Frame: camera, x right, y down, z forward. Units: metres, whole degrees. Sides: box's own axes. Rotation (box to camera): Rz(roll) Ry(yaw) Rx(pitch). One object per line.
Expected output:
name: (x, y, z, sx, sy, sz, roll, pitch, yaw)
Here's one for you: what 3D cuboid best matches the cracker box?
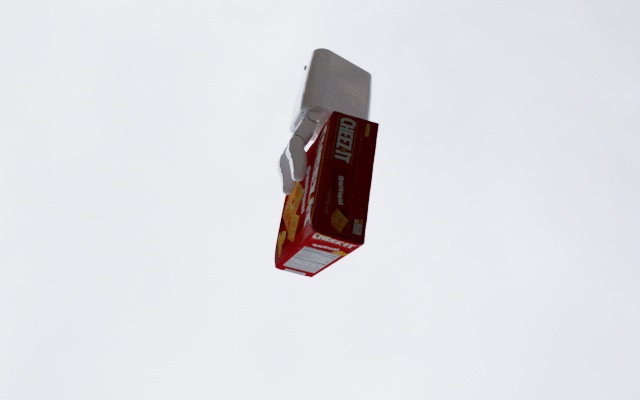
cracker box: (0.000, 0.002, 0.656, 0.072, 0.164, 0.214, 14, -23, -13)
